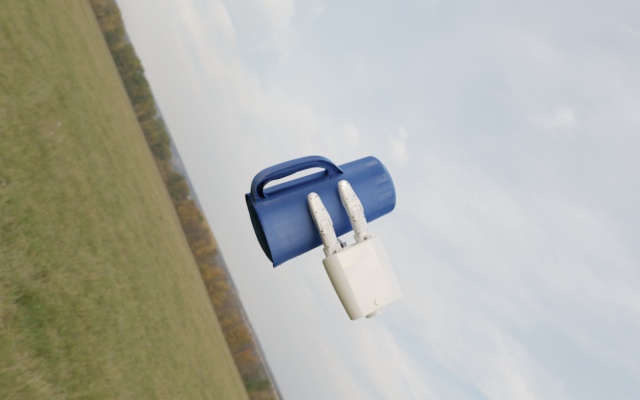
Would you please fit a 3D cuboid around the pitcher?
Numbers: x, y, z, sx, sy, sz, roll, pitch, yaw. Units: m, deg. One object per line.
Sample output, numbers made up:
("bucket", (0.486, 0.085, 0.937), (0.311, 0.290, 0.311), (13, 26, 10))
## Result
("pitcher", (0.000, 0.003, 0.810), (0.243, 0.145, 0.149), (-21, -9, -13))
